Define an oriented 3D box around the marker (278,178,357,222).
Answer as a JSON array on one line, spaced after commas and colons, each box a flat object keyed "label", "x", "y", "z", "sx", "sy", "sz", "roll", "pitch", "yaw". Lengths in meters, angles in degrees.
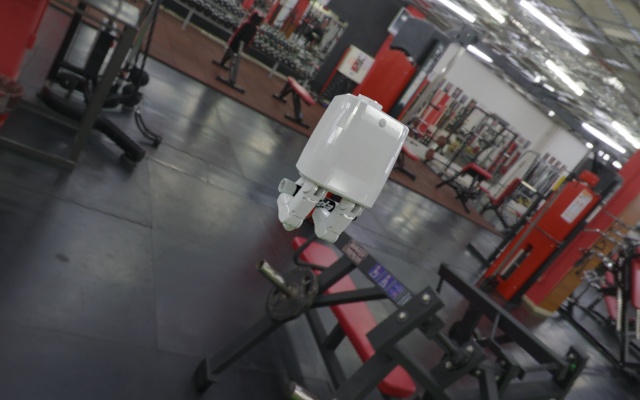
[{"label": "marker", "x": 0.000, "y": 0.002, "z": 0.625, "sx": 0.121, "sy": 0.020, "sz": 0.020, "roll": 24, "pitch": -13, "yaw": -30}]
